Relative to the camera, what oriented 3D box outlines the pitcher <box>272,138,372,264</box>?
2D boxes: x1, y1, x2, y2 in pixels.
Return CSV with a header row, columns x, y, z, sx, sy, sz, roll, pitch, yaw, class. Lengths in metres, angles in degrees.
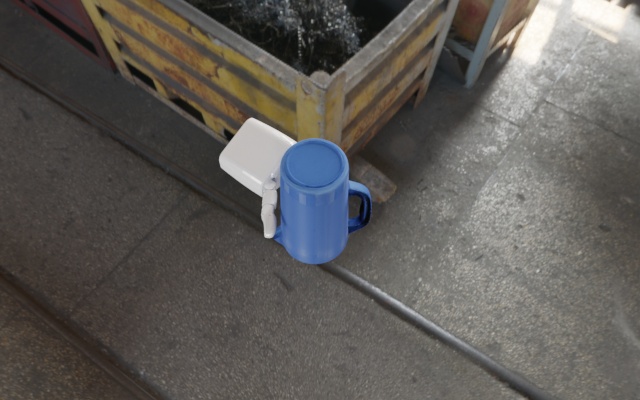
x,y,z,sx,sy,sz,roll,pitch,yaw,class
0.000,0.003,0.840,0.145,0.149,0.243,34,-26,18,pitcher
